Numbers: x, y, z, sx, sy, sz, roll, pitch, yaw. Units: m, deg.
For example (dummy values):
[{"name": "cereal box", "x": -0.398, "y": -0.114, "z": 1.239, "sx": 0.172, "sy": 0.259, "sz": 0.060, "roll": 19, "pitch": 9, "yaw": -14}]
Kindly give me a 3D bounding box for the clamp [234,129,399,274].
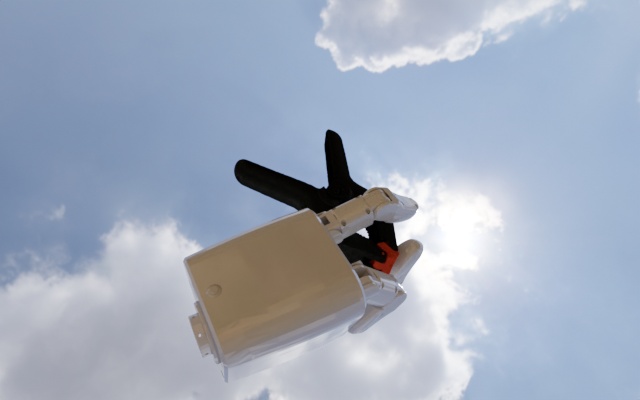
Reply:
[{"name": "clamp", "x": 0.000, "y": 0.002, "z": 0.435, "sx": 0.120, "sy": 0.039, "sz": 0.171, "roll": -20, "pitch": 51, "yaw": -19}]
